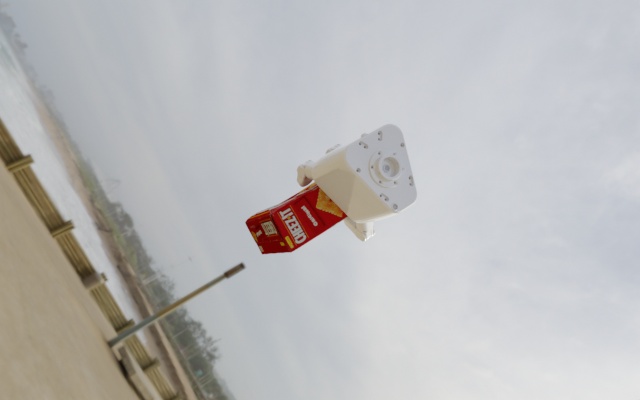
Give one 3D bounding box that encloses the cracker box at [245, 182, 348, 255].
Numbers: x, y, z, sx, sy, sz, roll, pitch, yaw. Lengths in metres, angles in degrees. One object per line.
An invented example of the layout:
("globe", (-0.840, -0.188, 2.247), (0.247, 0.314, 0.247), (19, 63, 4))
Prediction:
("cracker box", (0.000, 0.003, 0.758), (0.213, 0.072, 0.164), (-30, 4, -22))
